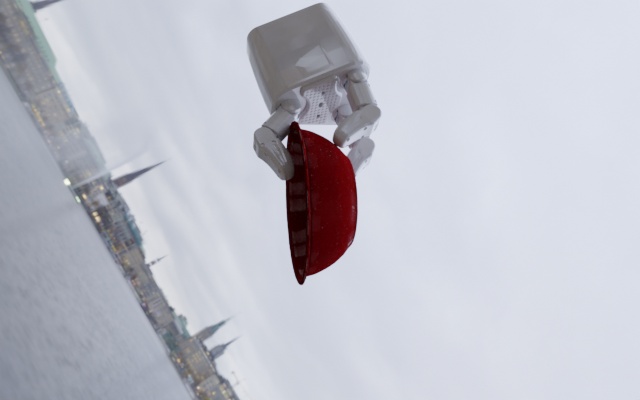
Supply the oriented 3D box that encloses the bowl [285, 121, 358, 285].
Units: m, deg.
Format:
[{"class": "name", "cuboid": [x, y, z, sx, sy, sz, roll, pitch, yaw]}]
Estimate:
[{"class": "bowl", "cuboid": [0.001, 0.003, 0.478, 0.055, 0.162, 0.162, -2, 0, -10]}]
